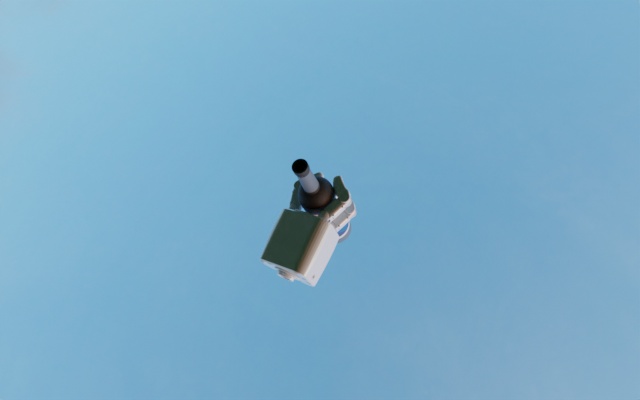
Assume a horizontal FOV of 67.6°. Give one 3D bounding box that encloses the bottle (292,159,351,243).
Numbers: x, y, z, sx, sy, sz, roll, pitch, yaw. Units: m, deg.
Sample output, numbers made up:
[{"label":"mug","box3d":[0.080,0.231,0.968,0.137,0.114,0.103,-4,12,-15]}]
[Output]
[{"label":"bottle","box3d":[0.000,0.003,0.891,0.069,0.069,0.296,0,-23,14]}]
